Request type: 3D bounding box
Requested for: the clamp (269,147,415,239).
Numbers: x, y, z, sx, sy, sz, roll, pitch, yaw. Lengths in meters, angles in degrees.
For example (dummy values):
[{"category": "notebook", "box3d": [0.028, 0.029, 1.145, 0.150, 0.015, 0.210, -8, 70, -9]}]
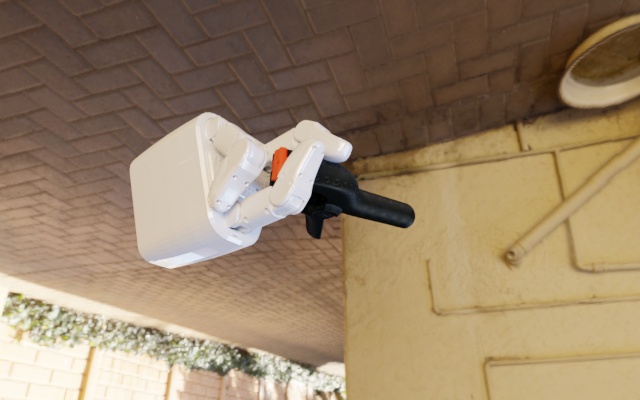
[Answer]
[{"category": "clamp", "box3d": [0.000, 0.002, 0.452, 0.120, 0.039, 0.171, -20, -33, 33]}]
